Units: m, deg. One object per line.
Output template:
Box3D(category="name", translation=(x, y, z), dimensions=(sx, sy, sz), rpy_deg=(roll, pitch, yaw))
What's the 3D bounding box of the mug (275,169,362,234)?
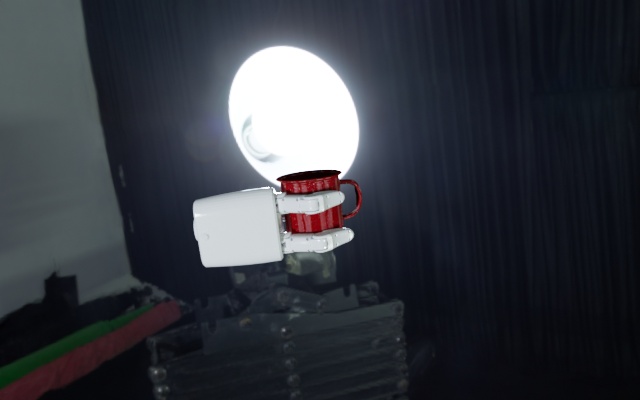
Box3D(category="mug", translation=(0.002, 0.002, 0.670), dimensions=(0.117, 0.081, 0.093), rpy_deg=(-7, 12, -3))
